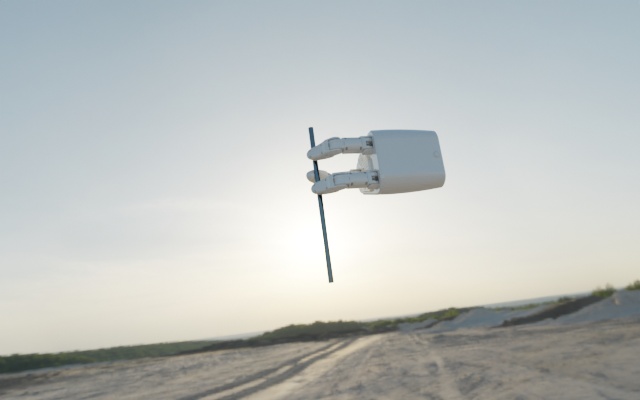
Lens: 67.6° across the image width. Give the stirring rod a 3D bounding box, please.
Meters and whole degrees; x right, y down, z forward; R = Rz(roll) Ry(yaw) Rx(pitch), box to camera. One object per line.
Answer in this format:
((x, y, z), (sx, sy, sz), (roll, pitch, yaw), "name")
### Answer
((0.000, 0.002, 0.713), (0.011, 0.239, 0.011), (-7, -15, -2), "stirring rod")
